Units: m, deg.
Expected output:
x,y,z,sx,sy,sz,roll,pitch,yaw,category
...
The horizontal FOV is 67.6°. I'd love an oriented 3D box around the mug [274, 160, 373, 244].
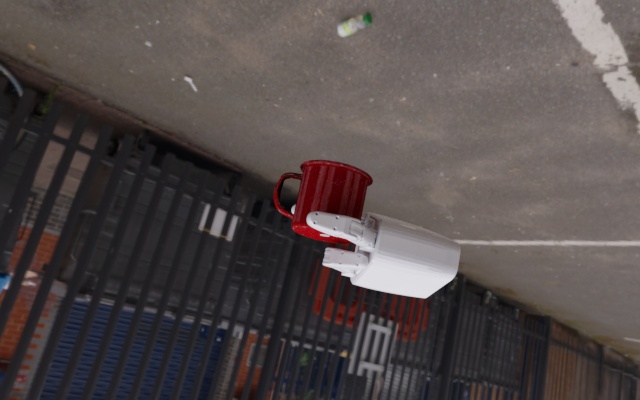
x,y,z,sx,sy,sz,roll,pitch,yaw,category
-0.001,0.002,0.586,0.117,0.081,0.093,14,-14,-7,mug
